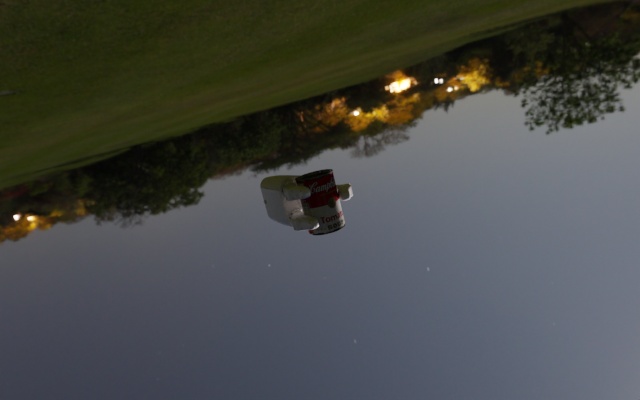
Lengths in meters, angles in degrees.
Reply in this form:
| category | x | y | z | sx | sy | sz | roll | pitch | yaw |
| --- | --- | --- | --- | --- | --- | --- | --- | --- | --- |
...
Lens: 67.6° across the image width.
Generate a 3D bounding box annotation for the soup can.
| category | x | y | z | sx | sy | sz | roll | pitch | yaw |
| --- | --- | --- | --- | --- | --- | --- | --- | --- | --- |
| soup can | 0.001 | 0.003 | 0.838 | 0.068 | 0.102 | 0.068 | -13 | 12 | 3 |
